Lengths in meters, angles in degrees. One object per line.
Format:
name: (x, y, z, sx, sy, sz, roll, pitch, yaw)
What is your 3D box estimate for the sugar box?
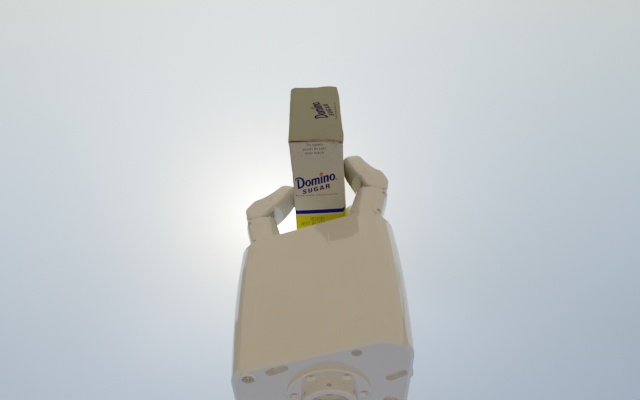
sugar box: (0.001, 0.002, 0.415, 0.048, 0.176, 0.093, -1, 37, -1)
